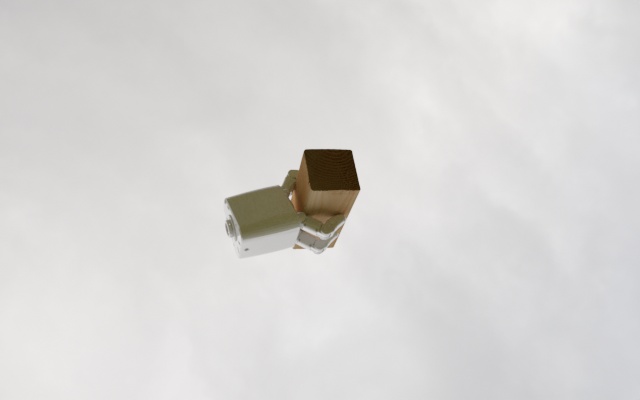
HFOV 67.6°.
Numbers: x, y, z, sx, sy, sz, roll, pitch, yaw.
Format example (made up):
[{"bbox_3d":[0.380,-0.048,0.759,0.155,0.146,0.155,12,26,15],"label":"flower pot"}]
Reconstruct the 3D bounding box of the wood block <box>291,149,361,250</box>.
[{"bbox_3d":[0.000,0.003,0.893,0.090,0.090,0.206,-1,-33,-15],"label":"wood block"}]
